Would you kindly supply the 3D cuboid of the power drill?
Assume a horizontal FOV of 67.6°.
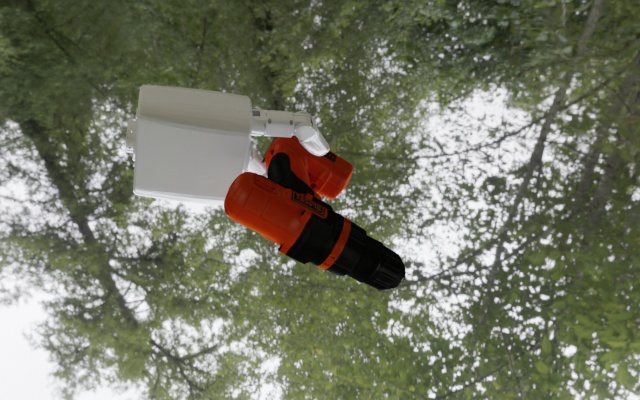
[{"bbox_3d":[0.000,0.001,0.499,0.184,0.057,0.187,30,21,-14],"label":"power drill"}]
